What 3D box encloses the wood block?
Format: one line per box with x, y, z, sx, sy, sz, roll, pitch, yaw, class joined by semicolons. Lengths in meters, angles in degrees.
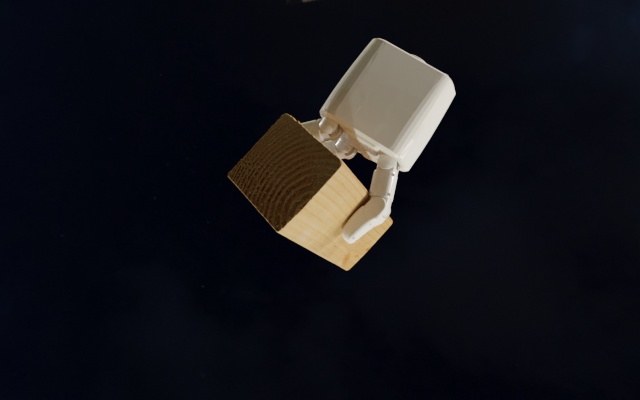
0.001;0.002;0.544;0.090;0.090;0.206;44;2;28;wood block
